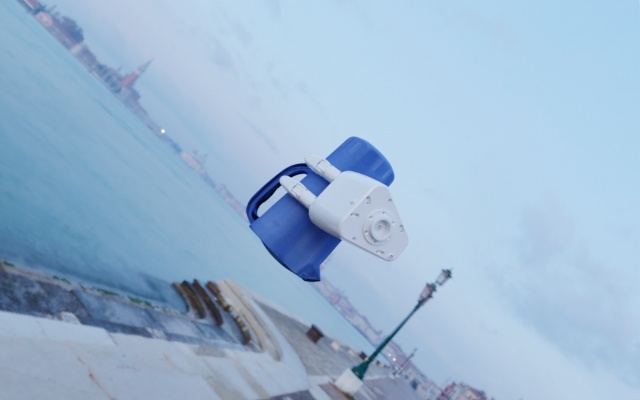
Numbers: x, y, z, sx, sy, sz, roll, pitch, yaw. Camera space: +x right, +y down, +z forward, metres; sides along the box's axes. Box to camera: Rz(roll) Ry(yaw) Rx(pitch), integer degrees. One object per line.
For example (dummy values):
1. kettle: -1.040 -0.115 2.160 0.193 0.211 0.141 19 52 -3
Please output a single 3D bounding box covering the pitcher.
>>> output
1. pitcher: 0.000 0.003 0.807 0.149 0.243 0.145 47 -8 -22
